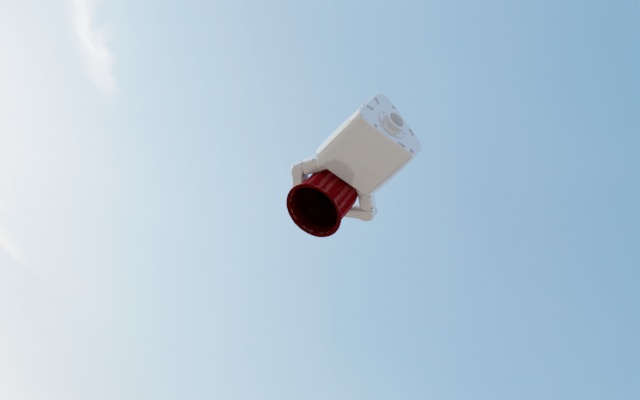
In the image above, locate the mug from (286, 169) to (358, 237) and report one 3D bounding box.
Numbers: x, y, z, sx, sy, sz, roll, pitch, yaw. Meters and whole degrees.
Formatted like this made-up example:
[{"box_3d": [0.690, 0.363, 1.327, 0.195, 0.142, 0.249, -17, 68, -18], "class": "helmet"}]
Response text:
[{"box_3d": [-0.001, 0.003, 0.748, 0.117, 0.093, 0.081, -40, 5, 42], "class": "mug"}]
